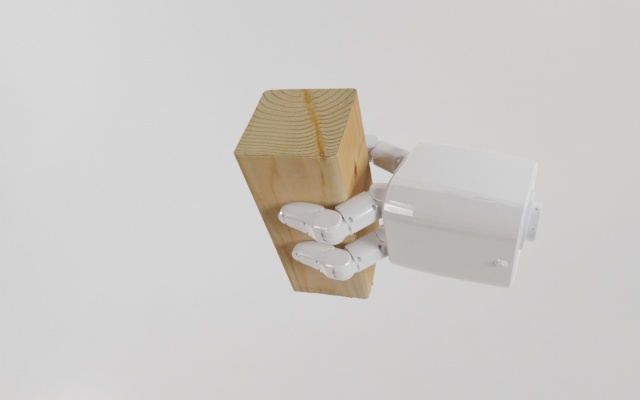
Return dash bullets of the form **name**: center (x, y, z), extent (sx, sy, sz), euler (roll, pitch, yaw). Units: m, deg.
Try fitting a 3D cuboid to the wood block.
- **wood block**: center (0.001, 0.001, 0.472), extent (0.090, 0.090, 0.206), euler (3, -42, 17)
